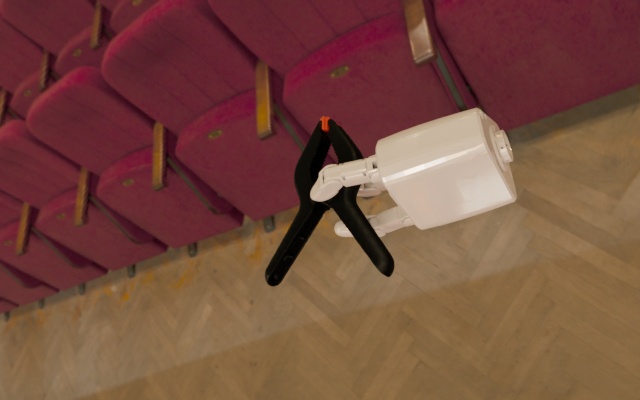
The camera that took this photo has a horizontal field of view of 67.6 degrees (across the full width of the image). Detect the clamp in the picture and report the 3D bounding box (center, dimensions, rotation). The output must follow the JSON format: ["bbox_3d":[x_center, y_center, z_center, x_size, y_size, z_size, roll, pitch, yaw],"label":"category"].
[{"bbox_3d":[0.000,0.001,0.565,0.164,0.210,0.036,-17,-27,28],"label":"clamp"}]
